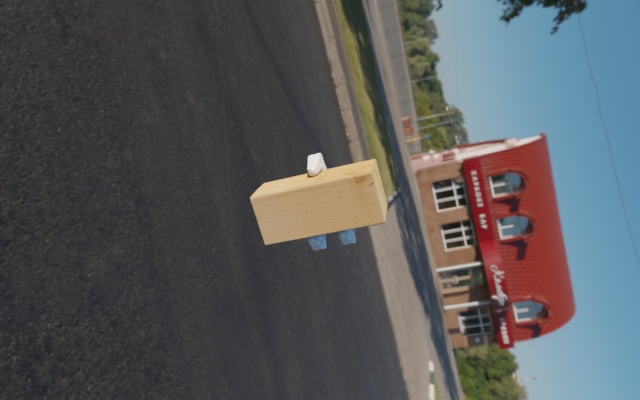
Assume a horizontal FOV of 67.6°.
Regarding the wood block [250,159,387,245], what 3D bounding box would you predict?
[{"bbox_3d":[0.000,0.002,0.807,0.206,0.091,0.090,-12,16,14],"label":"wood block"}]
